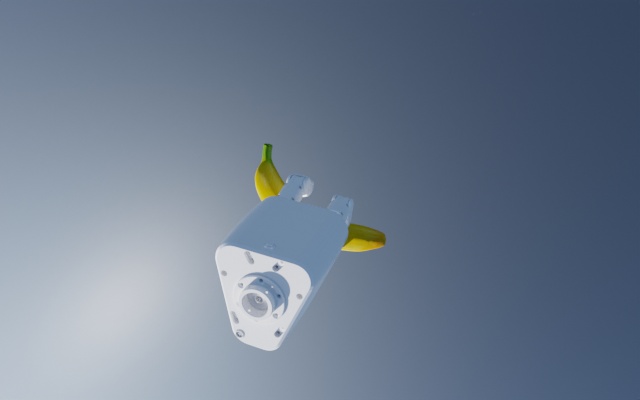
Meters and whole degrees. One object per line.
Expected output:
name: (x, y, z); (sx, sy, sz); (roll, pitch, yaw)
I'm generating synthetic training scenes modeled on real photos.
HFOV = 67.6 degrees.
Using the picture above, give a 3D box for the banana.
banana: (-0.013, 0.014, 0.599); (0.198, 0.070, 0.037); (38, 20, 3)
